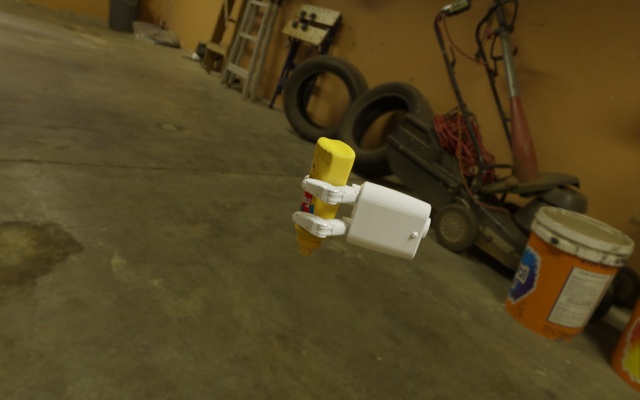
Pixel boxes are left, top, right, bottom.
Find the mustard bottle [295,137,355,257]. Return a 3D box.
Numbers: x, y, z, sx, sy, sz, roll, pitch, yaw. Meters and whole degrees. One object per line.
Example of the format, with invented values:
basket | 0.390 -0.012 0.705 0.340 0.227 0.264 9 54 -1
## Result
mustard bottle | 0.000 0.002 0.761 0.058 0.192 0.096 10 20 -17
